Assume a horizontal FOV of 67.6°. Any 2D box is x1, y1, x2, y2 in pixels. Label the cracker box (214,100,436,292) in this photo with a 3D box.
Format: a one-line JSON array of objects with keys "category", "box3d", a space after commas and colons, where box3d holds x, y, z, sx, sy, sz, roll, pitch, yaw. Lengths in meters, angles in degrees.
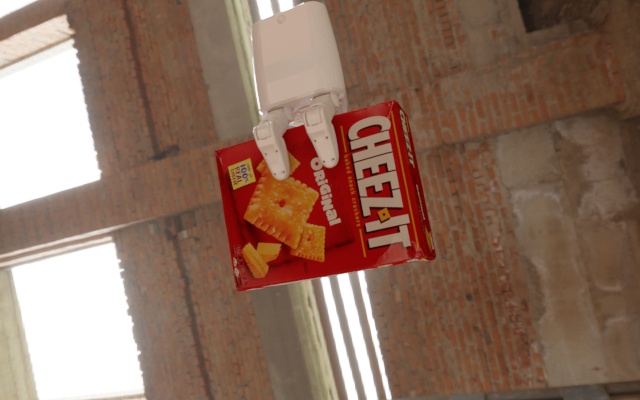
[{"category": "cracker box", "box3d": [0.000, 0.002, 0.520, 0.214, 0.164, 0.072, -13, -9, 19]}]
